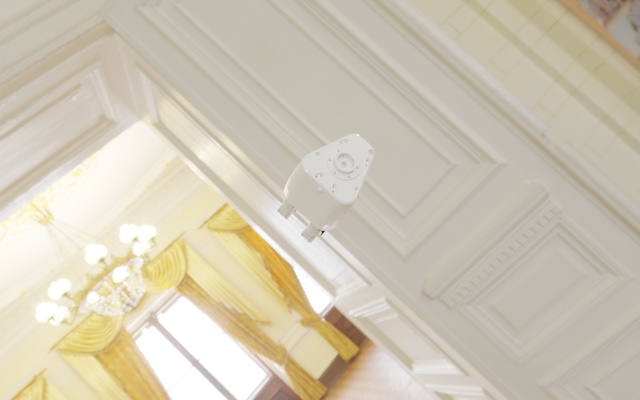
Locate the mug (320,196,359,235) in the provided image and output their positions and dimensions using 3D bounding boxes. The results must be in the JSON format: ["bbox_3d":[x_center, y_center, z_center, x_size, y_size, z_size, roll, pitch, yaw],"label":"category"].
[{"bbox_3d":[0.000,0.003,0.814,0.093,0.081,0.117,-44,-3,-29],"label":"mug"}]
